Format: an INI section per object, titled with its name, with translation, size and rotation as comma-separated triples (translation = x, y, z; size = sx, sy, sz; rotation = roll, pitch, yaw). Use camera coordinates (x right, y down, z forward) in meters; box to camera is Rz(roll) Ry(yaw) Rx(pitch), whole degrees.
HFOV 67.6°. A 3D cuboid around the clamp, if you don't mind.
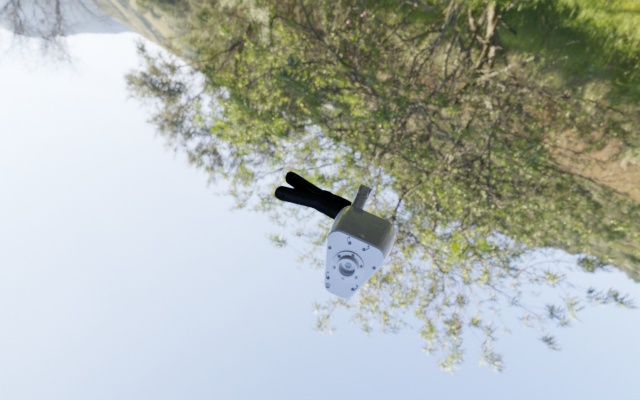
[clamp]
translation = 0.000, 0.003, 0.825
size = 0.171, 0.039, 0.120
rotation = 25, 24, 7
